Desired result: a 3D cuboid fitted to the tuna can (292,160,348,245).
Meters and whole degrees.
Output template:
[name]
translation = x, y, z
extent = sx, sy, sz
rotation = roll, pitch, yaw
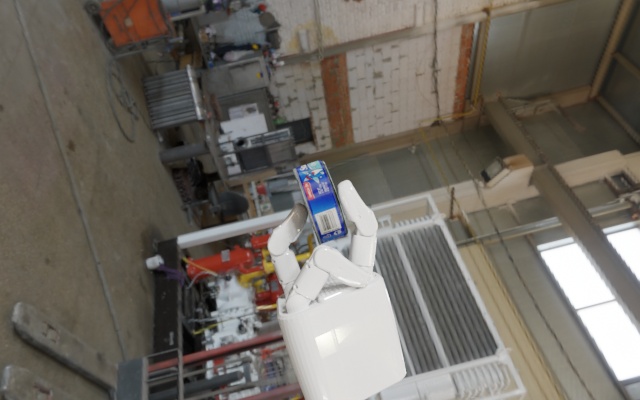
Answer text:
[tuna can]
translation = 0.001, 0.001, 0.503
extent = 0.034, 0.086, 0.086
rotation = -19, 1, -2
